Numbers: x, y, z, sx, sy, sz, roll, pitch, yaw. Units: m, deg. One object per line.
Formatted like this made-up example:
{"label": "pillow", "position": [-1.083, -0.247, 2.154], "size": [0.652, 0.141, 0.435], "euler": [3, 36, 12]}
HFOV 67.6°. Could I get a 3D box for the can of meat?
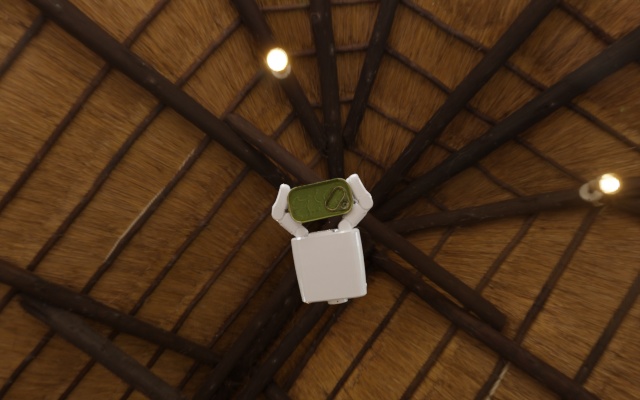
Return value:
{"label": "can of meat", "position": [0.000, 0.003, 0.784], "size": [0.102, 0.057, 0.084], "euler": [-12, -3, 0]}
